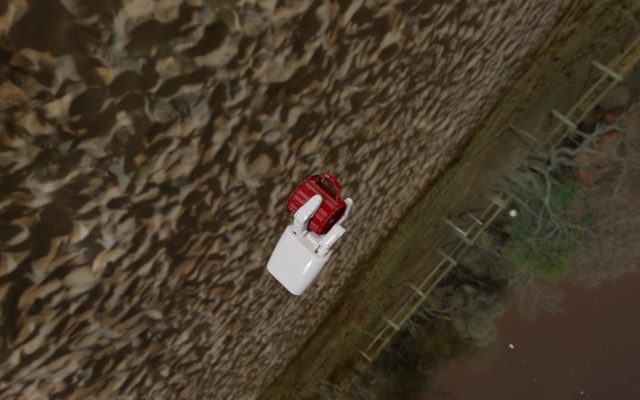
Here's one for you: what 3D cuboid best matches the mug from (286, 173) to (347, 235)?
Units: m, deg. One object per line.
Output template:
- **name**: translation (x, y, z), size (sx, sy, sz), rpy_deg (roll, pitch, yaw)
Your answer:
- **mug**: translation (0.001, 0.002, 0.895), size (0.081, 0.117, 0.093), rpy_deg (41, 32, 15)
